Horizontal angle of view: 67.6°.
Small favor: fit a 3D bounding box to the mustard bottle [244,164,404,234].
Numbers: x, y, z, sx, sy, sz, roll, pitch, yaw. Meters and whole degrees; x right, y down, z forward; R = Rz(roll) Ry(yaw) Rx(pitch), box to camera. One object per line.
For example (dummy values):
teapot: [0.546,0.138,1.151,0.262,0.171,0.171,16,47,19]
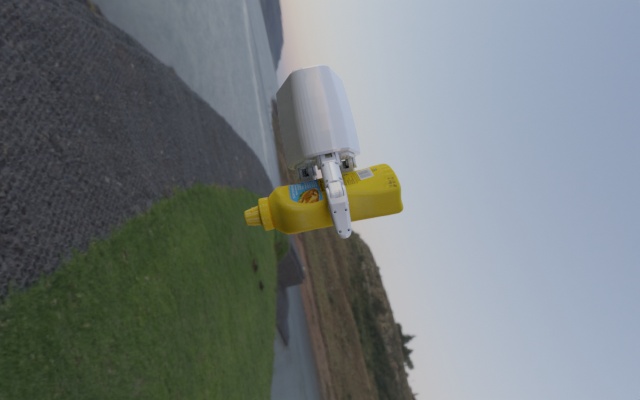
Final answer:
mustard bottle: [0.000,0.002,0.598,0.191,0.058,0.096,-12,23,-2]
